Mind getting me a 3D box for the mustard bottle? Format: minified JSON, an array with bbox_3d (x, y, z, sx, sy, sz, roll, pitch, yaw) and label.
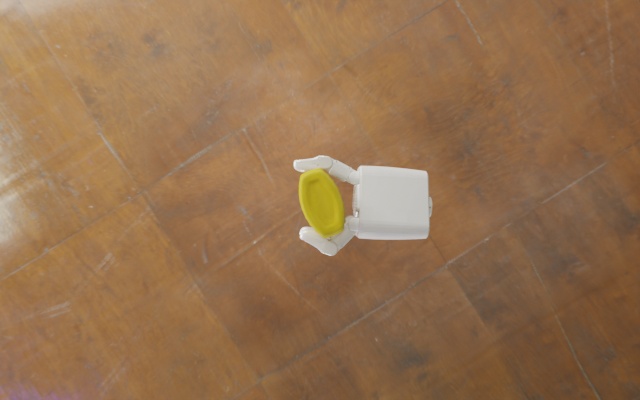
[{"bbox_3d":[0.000,0.003,0.747,0.058,0.096,0.191,-22,1,-1],"label":"mustard bottle"}]
